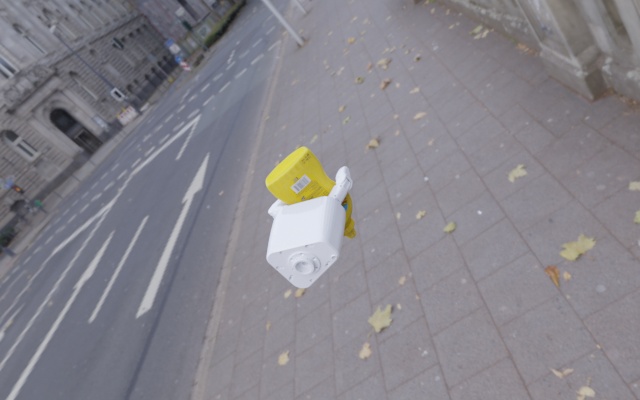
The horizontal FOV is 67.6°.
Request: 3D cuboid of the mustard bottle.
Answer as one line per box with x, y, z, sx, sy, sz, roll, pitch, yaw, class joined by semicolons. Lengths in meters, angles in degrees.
0.000;0.002;0.841;0.192;0.096;0.058;46;5;-25;mustard bottle
